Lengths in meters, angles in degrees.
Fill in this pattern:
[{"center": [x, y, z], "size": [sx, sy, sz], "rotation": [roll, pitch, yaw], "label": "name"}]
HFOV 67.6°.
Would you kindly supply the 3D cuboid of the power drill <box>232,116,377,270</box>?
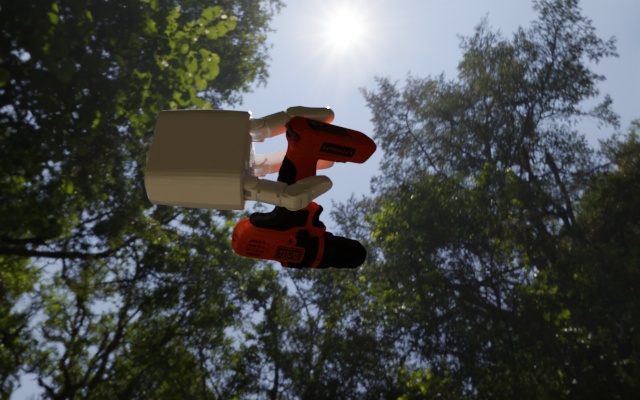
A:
[{"center": [0.000, 0.001, 0.589], "size": [0.184, 0.188, 0.057], "rotation": [10, 23, -25], "label": "power drill"}]
